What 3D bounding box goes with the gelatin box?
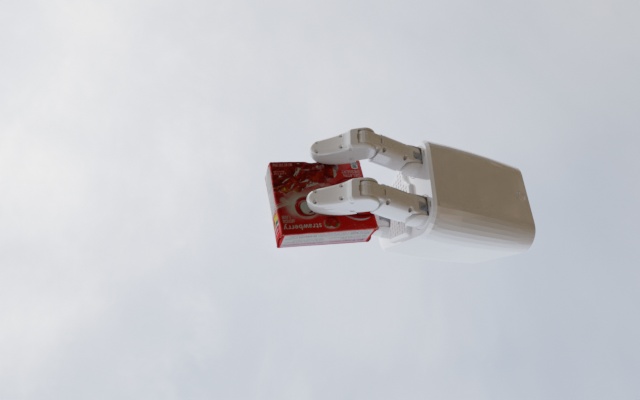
[{"bbox_3d":[0.000,0.002,0.425,0.089,0.073,0.030,-3,-30,-18],"label":"gelatin box"}]
